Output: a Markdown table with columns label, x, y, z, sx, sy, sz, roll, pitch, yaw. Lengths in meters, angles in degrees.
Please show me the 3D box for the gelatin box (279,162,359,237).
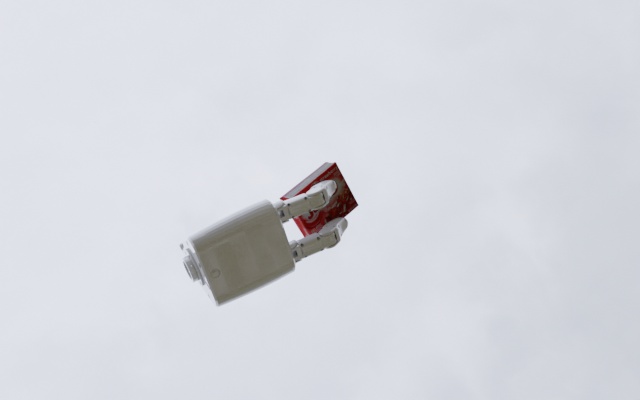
| label | x | y | z | sx | sy | sz | roll | pitch | yaw |
| --- | --- | --- | --- | --- | --- | --- | --- | --- | --- |
| gelatin box | 0.000 | 0.002 | 0.644 | 0.089 | 0.073 | 0.030 | -40 | 25 | -23 |
